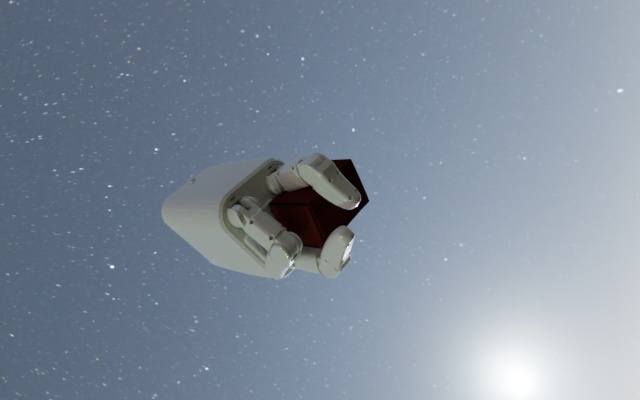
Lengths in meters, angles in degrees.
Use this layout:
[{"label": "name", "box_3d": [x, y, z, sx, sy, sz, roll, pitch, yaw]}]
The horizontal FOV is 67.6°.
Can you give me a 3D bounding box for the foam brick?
[{"label": "foam brick", "box_3d": [0.000, 0.001, 0.461, 0.051, 0.053, 0.078, 0, 34, 42]}]
